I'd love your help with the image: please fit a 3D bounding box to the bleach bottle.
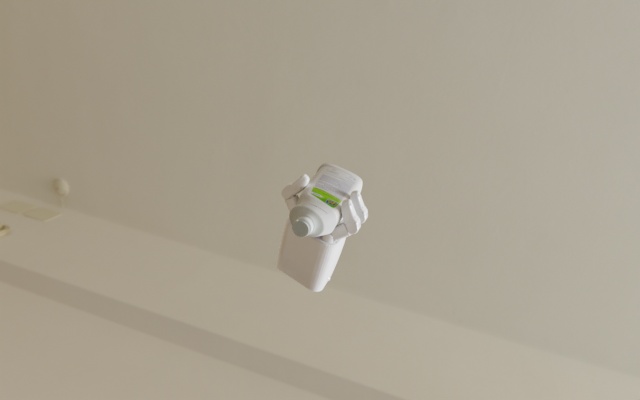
[{"bbox_3d":[0.000,0.003,0.865,0.102,0.068,0.250,22,24,11],"label":"bleach bottle"}]
